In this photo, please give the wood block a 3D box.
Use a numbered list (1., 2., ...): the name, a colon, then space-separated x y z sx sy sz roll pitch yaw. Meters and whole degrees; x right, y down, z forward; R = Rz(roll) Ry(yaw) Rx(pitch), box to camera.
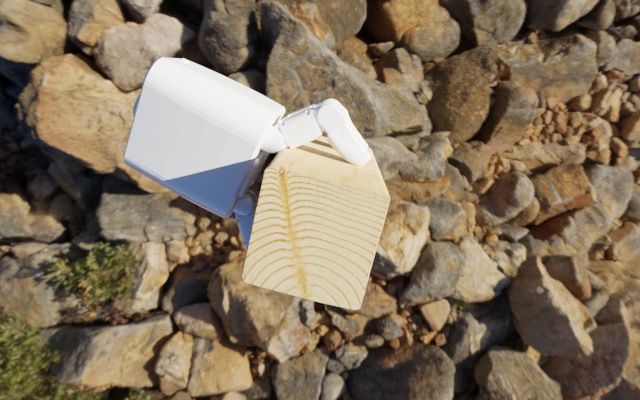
1. wood block: 0.000 0.002 0.429 0.090 0.091 0.206 14 16 -1
